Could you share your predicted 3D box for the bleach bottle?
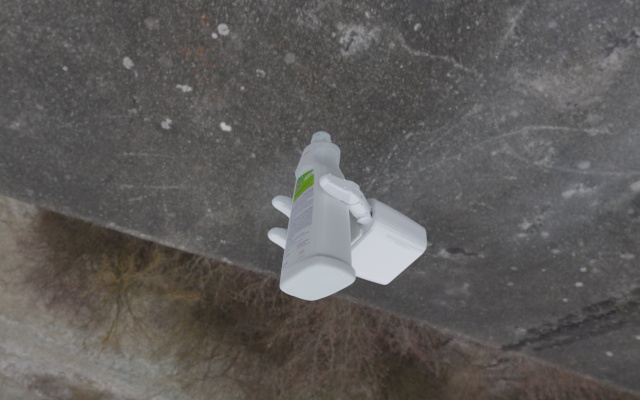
[{"bbox_3d":[0.000,0.002,0.654,0.068,0.250,0.102,25,-40,-28],"label":"bleach bottle"}]
